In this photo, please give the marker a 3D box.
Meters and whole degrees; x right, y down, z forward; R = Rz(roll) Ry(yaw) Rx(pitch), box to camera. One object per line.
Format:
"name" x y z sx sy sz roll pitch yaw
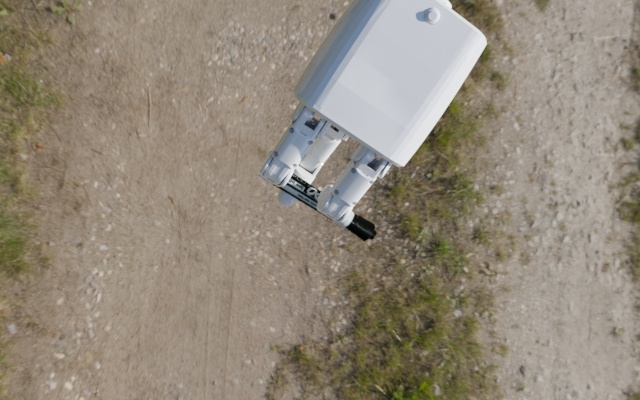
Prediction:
"marker" 0.000 0.001 0.434 0.121 0.020 0.020 32 -7 -11
